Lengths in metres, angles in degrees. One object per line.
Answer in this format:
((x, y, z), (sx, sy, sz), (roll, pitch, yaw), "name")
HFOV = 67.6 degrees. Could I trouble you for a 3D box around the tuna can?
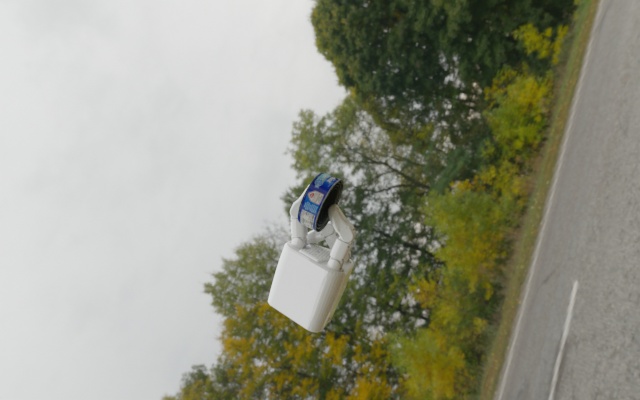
((0.000, 0.002, 0.716), (0.034, 0.086, 0.086), (25, 7, 15), "tuna can")
